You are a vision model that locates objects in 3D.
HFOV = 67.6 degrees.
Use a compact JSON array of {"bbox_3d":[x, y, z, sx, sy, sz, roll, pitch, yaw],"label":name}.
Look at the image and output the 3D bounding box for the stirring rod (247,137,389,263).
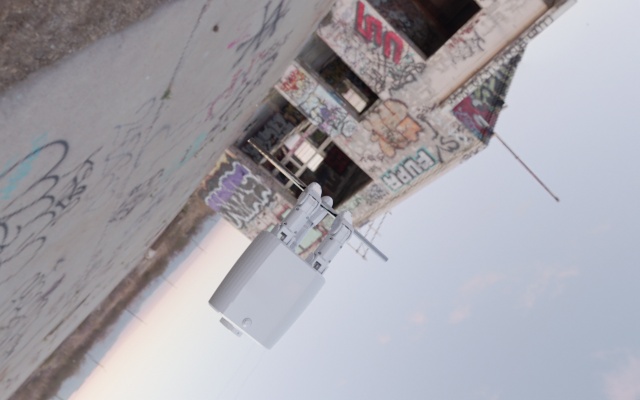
[{"bbox_3d":[0.000,0.002,0.617,0.239,0.011,0.011,42,-10,-11],"label":"stirring rod"}]
